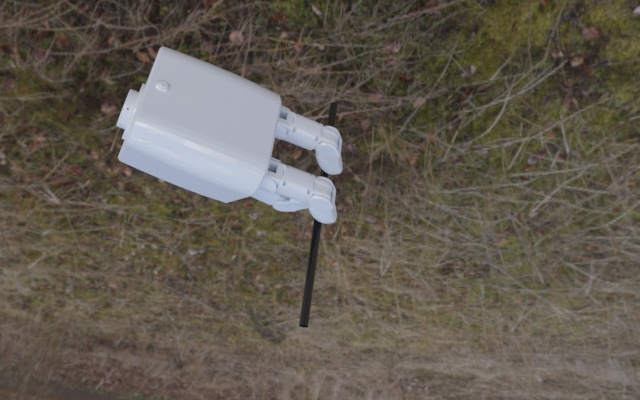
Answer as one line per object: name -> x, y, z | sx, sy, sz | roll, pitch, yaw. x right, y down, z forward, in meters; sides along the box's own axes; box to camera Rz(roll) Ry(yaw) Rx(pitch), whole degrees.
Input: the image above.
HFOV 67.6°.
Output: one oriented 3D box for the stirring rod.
stirring rod -> 0.000, 0.001, 0.461 | 0.011, 0.239, 0.011 | 6, -28, 3
